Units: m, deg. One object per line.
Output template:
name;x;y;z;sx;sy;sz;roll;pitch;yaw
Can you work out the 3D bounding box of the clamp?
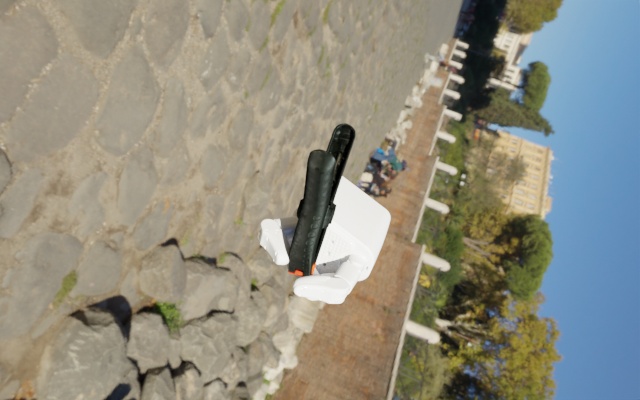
clamp;0.001;0.002;0.503;0.039;0.172;0.120;24;34;11
